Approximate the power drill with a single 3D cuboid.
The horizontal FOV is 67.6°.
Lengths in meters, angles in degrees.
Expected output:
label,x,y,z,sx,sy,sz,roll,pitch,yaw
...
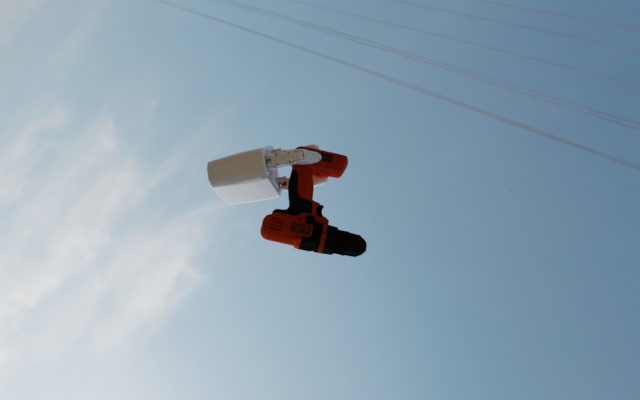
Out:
label,x,y,z,sx,sy,sz,roll,pitch,yaw
power drill,0.000,0.002,0.847,0.184,0.187,0.057,13,-28,-5
